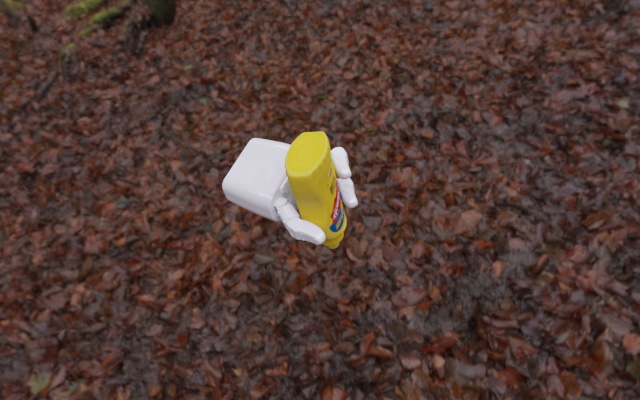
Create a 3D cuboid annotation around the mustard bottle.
[{"bbox_3d":[0.000,0.002,0.692,0.058,0.192,0.096,-2,44,15],"label":"mustard bottle"}]
